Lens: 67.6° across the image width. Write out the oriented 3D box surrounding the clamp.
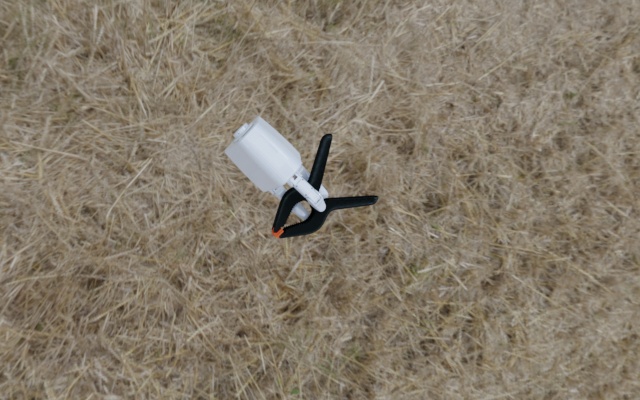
[{"bbox_3d":[0.000,0.003,0.893,0.164,0.210,0.036,45,-7,-15],"label":"clamp"}]
